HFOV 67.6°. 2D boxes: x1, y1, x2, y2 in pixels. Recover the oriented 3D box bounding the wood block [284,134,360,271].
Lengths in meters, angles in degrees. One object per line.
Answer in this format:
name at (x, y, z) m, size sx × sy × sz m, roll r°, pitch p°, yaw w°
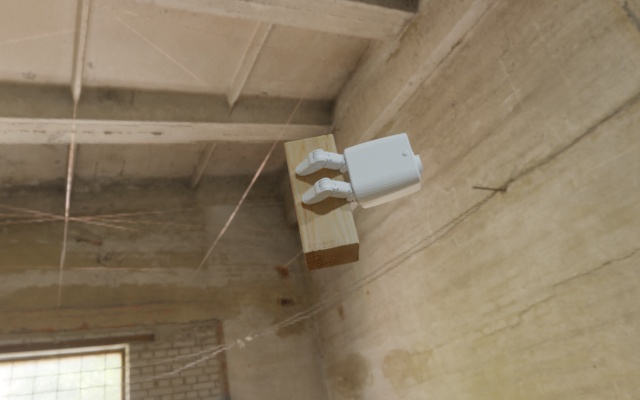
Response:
wood block at (0.001, 0.003, 0.815) m, size 0.090 × 0.206 × 0.091 m, roll -11°, pitch -27°, yaw -1°
